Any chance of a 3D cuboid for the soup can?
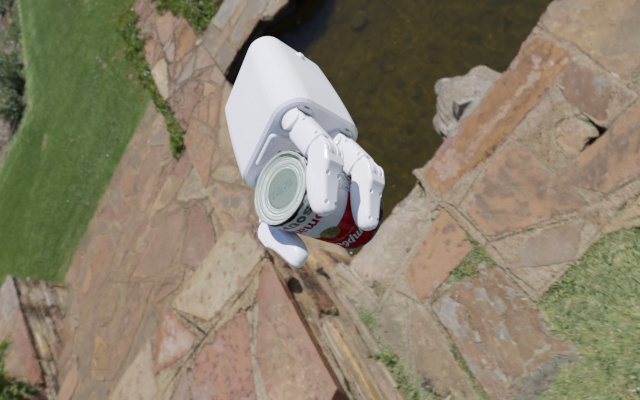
[{"bbox_3d":[0.000,0.002,0.430,0.068,0.068,0.102,0,-15,44],"label":"soup can"}]
